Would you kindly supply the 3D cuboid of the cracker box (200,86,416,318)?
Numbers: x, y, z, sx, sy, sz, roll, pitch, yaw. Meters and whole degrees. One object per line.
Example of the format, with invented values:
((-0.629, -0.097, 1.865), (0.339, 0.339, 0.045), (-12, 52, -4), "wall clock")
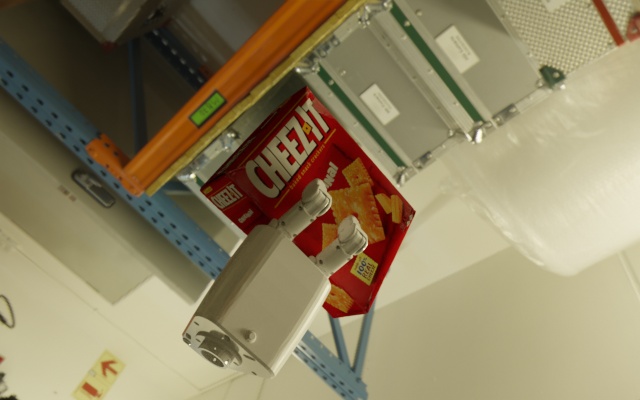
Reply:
((0.000, 0.002, 0.546), (0.072, 0.214, 0.164), (-24, 25, 49), "cracker box")
